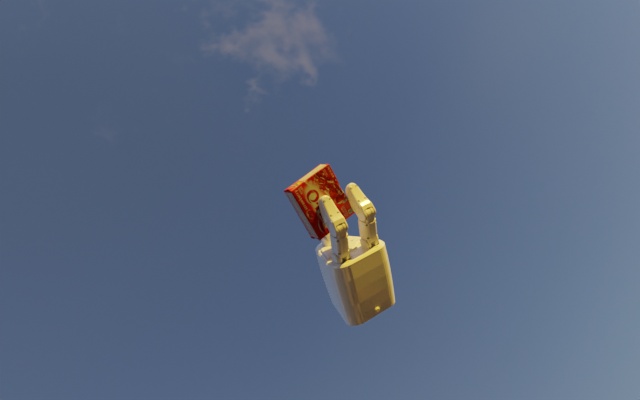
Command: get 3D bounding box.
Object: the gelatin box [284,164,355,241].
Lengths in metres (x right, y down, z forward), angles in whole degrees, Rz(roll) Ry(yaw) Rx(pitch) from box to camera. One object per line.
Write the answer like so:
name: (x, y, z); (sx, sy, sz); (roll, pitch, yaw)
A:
gelatin box: (0.000, 0.002, 0.701); (0.073, 0.089, 0.030); (-37, 19, -21)
